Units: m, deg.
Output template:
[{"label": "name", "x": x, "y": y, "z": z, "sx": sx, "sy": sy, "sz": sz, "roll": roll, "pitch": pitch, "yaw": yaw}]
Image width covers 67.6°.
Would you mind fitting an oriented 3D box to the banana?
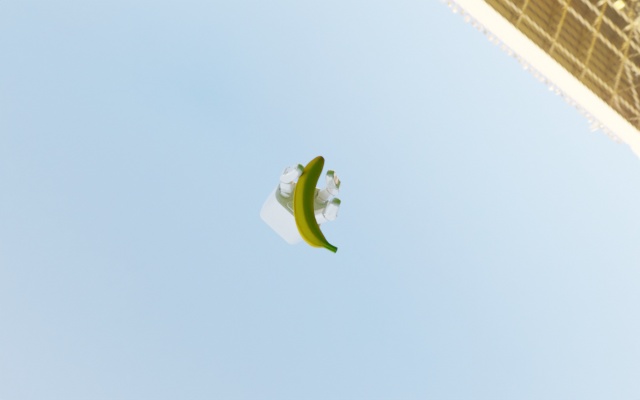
[{"label": "banana", "x": -0.017, "y": 0.005, "z": 0.860, "sx": 0.069, "sy": 0.197, "sz": 0.037, "roll": 4, "pitch": -27, "yaw": -23}]
